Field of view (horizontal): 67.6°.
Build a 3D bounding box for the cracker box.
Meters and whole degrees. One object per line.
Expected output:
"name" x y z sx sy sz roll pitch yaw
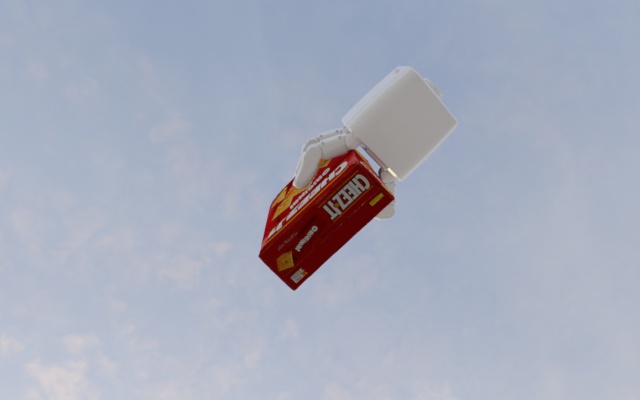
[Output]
"cracker box" 0.000 0.002 0.643 0.072 0.164 0.213 44 10 -12
